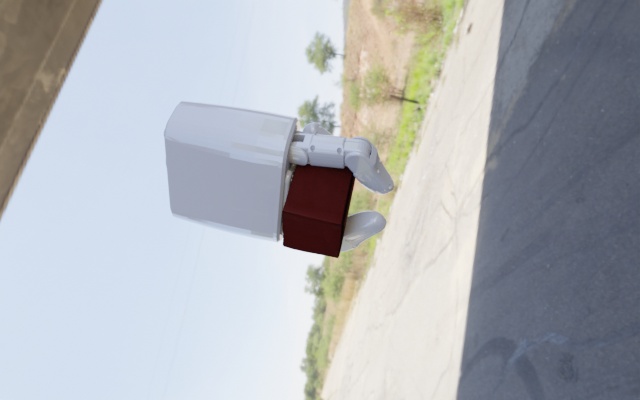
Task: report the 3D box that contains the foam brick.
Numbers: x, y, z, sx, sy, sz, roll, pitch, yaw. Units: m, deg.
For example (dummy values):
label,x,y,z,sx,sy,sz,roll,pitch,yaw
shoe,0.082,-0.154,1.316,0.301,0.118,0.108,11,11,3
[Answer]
label,x,y,z,sx,sy,sz,roll,pitch,yaw
foam brick,0.000,0.002,0.414,0.051,0.078,0.053,11,-38,4
